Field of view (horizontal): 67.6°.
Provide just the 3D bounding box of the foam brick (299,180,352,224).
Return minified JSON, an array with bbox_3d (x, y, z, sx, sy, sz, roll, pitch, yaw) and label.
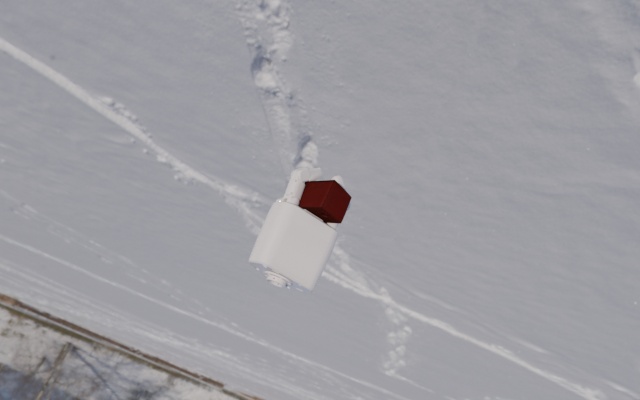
[{"bbox_3d":[0.000,0.002,0.769,0.078,0.051,0.053,-1,-32,44],"label":"foam brick"}]
